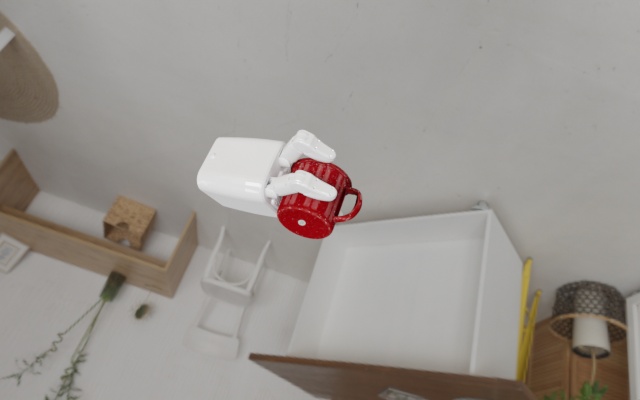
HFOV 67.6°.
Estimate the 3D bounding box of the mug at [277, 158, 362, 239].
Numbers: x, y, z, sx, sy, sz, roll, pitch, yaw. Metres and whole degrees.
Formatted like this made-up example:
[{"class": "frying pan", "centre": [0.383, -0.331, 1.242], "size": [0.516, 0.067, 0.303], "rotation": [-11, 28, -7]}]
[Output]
[{"class": "mug", "centre": [0.001, 0.003, 0.663], "size": [0.117, 0.081, 0.093], "rotation": [9, -33, 19]}]
